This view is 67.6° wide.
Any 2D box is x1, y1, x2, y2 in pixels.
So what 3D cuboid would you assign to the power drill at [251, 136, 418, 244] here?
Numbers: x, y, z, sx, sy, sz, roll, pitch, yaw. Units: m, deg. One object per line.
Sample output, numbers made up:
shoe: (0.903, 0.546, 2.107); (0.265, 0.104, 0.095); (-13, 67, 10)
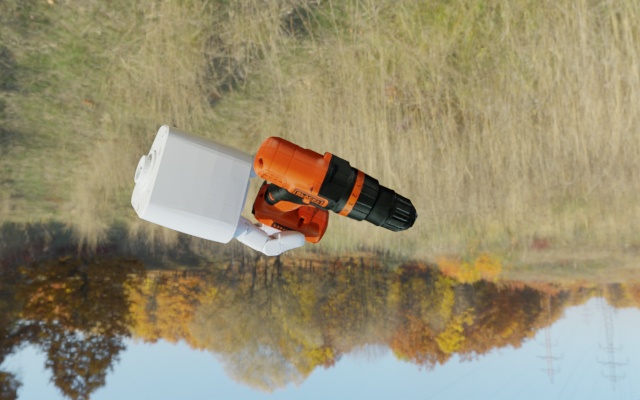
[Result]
power drill: (0.000, 0.002, 0.569); (0.184, 0.057, 0.188); (25, -22, -9)
